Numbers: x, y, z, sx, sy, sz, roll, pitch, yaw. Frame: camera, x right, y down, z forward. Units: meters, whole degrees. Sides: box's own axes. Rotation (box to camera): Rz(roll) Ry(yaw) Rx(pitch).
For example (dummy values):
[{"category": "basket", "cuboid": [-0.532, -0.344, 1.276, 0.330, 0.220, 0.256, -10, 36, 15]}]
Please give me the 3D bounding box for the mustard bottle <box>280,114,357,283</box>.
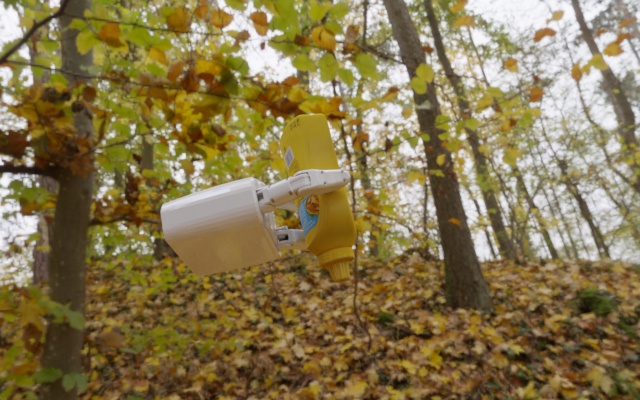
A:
[{"category": "mustard bottle", "cuboid": [0.000, 0.002, 0.561, 0.058, 0.191, 0.096, -7, -20, -21]}]
